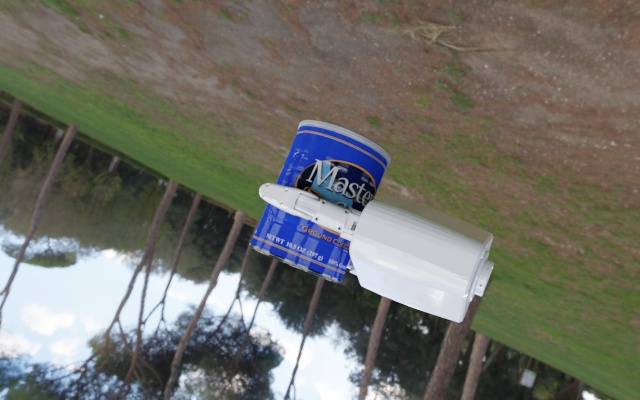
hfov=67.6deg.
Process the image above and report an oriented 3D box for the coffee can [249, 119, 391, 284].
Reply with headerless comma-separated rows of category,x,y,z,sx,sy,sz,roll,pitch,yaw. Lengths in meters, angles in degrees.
coffee can,0.000,0.001,0.496,0.103,0.140,0.103,22,-6,2
